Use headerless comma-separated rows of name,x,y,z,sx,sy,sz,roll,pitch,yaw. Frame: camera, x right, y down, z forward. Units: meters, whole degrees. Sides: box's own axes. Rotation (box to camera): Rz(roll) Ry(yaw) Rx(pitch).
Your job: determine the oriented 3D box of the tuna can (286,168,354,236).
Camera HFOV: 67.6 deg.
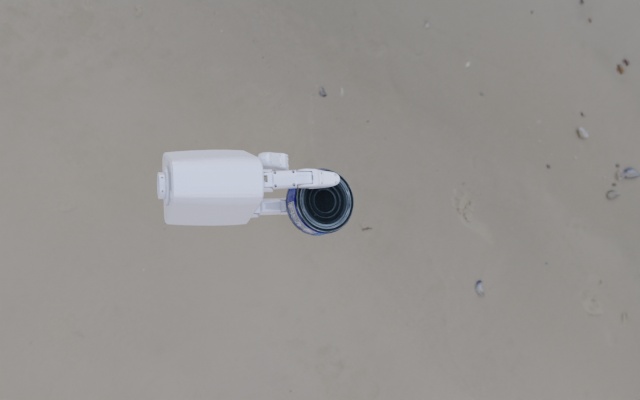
tuna can,0.000,0.002,0.624,0.086,0.086,0.034,0,-8,-26
